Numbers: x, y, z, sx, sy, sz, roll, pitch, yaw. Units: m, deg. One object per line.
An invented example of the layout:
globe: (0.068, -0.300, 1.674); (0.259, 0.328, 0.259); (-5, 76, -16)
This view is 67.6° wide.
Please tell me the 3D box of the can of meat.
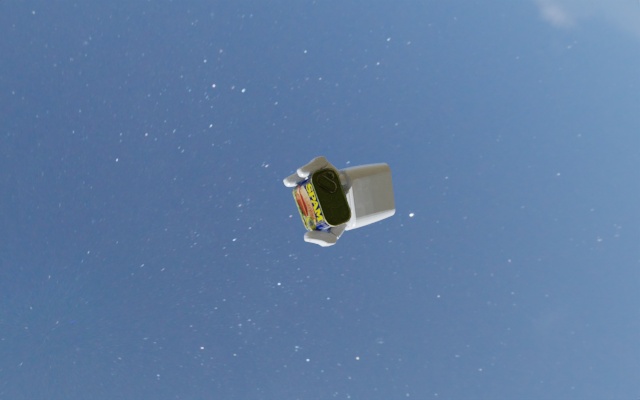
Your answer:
can of meat: (0.000, 0.003, 0.858); (0.057, 0.102, 0.084); (-17, -5, -32)
